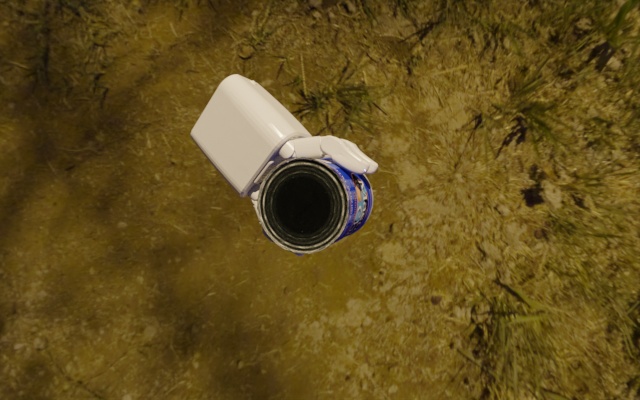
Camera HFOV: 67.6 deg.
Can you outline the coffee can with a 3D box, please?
[{"bbox_3d":[0.000,0.002,0.566,0.103,0.103,0.140,0,3,16],"label":"coffee can"}]
